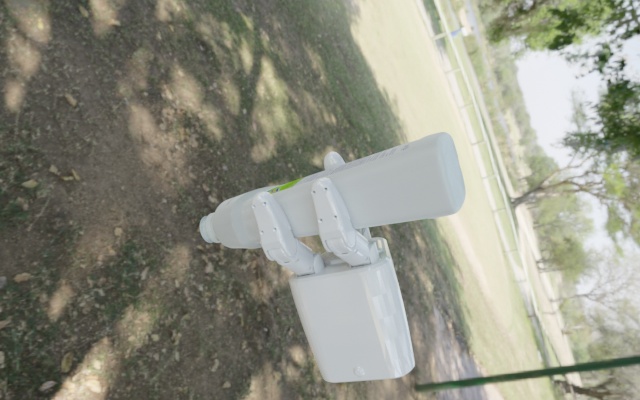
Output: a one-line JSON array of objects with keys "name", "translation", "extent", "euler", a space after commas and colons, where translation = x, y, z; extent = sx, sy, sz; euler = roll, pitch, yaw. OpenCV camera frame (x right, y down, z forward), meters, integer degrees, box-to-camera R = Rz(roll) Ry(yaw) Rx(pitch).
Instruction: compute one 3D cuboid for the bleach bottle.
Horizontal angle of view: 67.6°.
[{"name": "bleach bottle", "translation": [0.000, 0.001, 0.447], "extent": [0.251, 0.068, 0.102], "euler": [-13, 5, 24]}]
